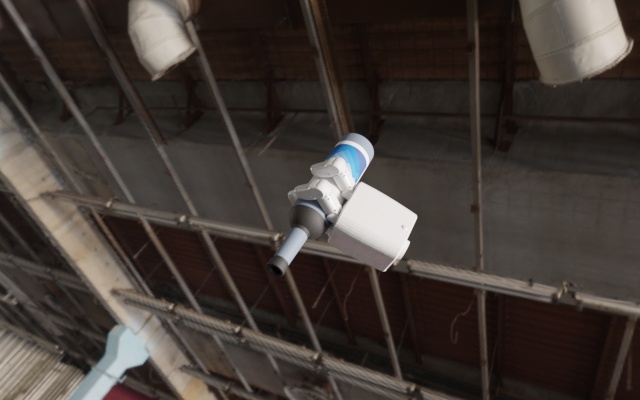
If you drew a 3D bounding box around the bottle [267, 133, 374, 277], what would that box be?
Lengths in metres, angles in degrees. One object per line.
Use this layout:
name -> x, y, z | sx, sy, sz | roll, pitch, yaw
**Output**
bottle -> 0.000, 0.002, 0.761 | 0.069, 0.069, 0.295 | 0, 40, 35
